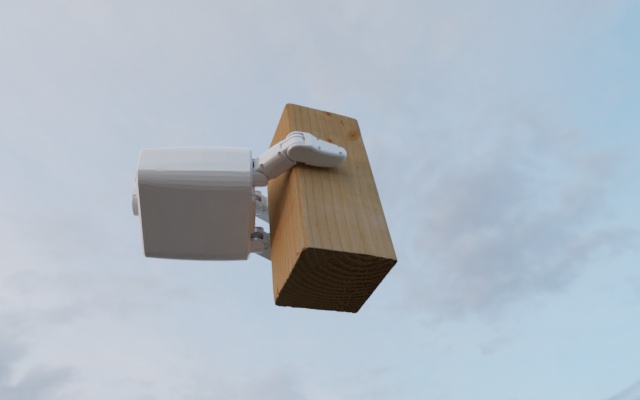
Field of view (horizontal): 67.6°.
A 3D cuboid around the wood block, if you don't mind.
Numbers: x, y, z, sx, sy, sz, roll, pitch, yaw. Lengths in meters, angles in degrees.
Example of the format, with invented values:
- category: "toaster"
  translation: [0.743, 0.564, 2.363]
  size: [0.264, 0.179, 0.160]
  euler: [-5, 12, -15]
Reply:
- category: "wood block"
  translation: [0.000, 0.001, 0.498]
  size: [0.090, 0.206, 0.091]
  euler: [10, -47, -20]
